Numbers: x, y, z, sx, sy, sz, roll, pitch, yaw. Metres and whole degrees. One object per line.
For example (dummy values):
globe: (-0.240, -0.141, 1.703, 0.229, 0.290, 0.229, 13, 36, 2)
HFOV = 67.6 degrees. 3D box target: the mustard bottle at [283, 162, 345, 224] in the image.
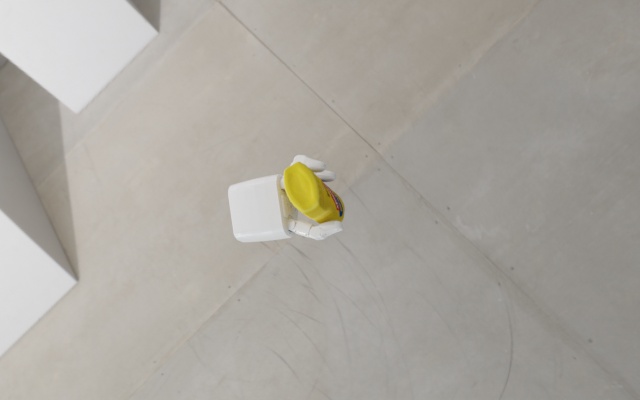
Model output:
mustard bottle: (0.000, 0.003, 0.877, 0.058, 0.096, 0.192, -32, -25, 9)
